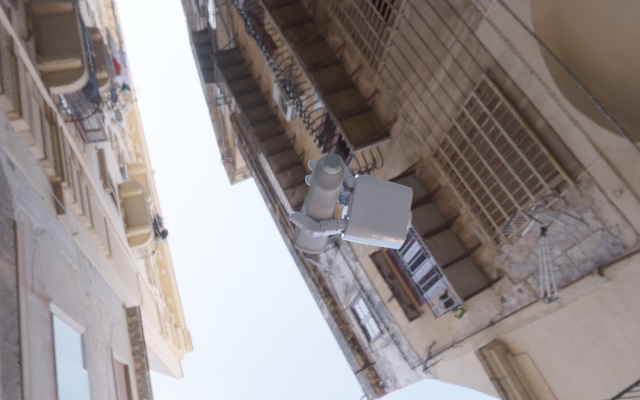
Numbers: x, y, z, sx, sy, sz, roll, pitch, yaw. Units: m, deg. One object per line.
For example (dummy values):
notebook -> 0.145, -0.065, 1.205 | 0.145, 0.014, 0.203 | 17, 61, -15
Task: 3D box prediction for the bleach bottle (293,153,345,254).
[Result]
bleach bottle -> 0.000, 0.003, 0.854 | 0.068, 0.102, 0.251 | 12, -29, -3
